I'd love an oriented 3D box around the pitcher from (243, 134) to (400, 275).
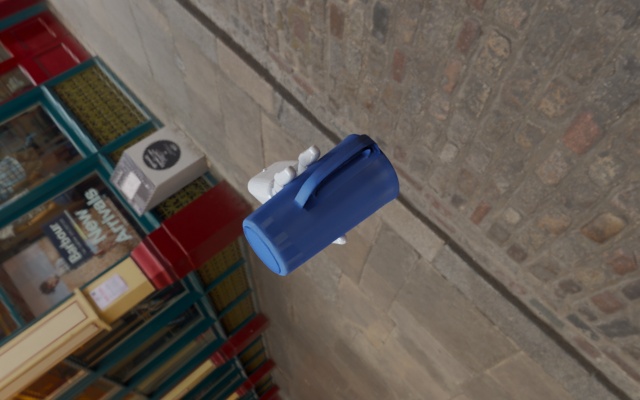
[{"bbox_3d":[0.000,0.003,0.761,0.242,0.149,0.145,-37,24,-21],"label":"pitcher"}]
